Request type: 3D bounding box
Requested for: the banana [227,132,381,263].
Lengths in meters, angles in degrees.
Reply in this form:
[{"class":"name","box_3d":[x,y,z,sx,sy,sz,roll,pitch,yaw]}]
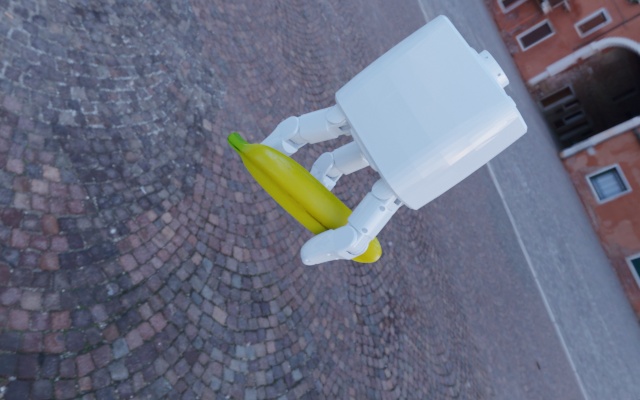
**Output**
[{"class":"banana","box_3d":[0.001,0.007,0.430,0.198,0.037,0.069,42,11,-26]}]
